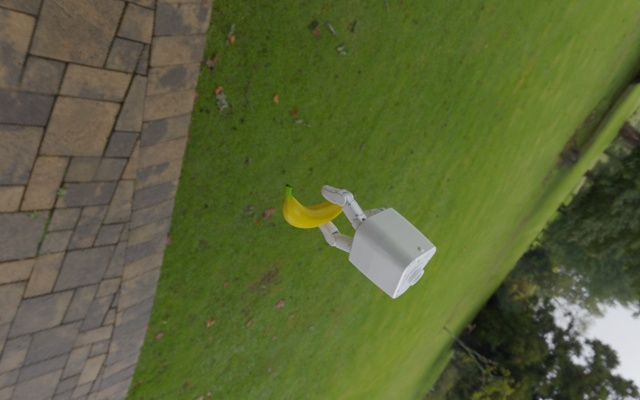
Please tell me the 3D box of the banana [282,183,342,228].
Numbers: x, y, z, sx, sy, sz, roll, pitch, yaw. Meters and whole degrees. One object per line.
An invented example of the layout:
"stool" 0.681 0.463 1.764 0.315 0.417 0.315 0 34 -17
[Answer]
"banana" -0.012 0.017 0.829 0.037 0.069 0.198 42 15 26
